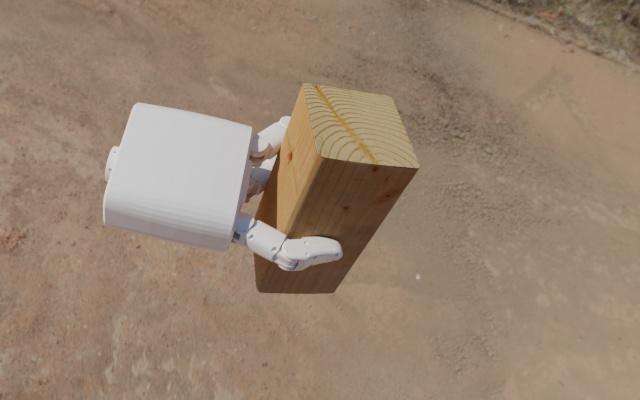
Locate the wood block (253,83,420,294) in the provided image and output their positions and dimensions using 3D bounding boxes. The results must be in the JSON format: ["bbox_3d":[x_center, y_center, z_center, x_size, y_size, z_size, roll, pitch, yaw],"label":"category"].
[{"bbox_3d":[0.000,0.002,0.465,0.090,0.090,0.206,5,-40,-20],"label":"wood block"}]
